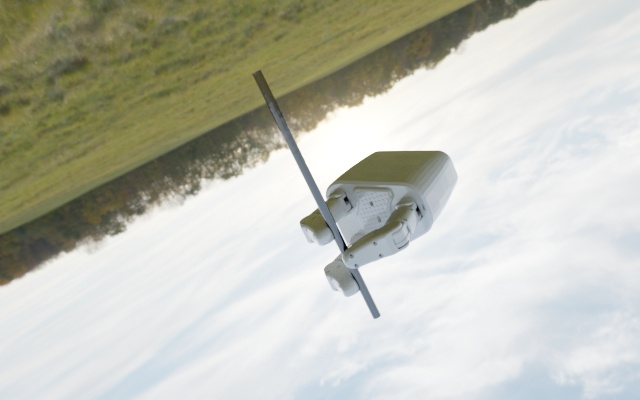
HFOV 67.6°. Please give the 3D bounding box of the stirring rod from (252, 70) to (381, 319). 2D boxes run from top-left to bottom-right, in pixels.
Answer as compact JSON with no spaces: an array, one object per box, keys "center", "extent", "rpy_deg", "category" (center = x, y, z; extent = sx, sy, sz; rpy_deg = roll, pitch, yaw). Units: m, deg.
[{"center":[0.000,0.001,0.413],"extent":[0.011,0.239,0.011],"rpy_deg":[-25,13,6],"category":"stirring rod"}]
